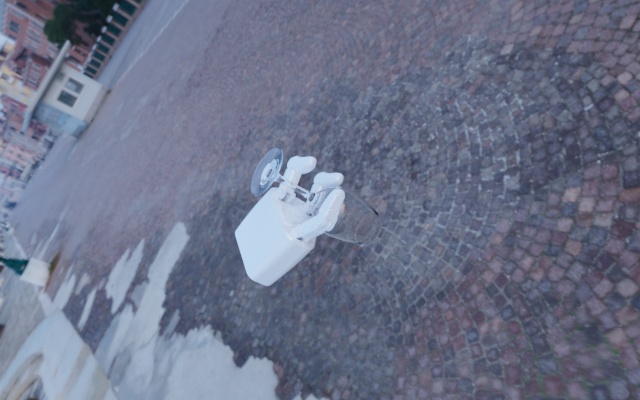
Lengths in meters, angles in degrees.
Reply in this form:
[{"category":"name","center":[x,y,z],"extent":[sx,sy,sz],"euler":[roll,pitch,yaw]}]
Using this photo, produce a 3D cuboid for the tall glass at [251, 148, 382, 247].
[{"category":"tall glass","center":[0.000,0.002,0.707],"extent":[0.201,0.079,0.079],"euler":[29,-15,-29]}]
